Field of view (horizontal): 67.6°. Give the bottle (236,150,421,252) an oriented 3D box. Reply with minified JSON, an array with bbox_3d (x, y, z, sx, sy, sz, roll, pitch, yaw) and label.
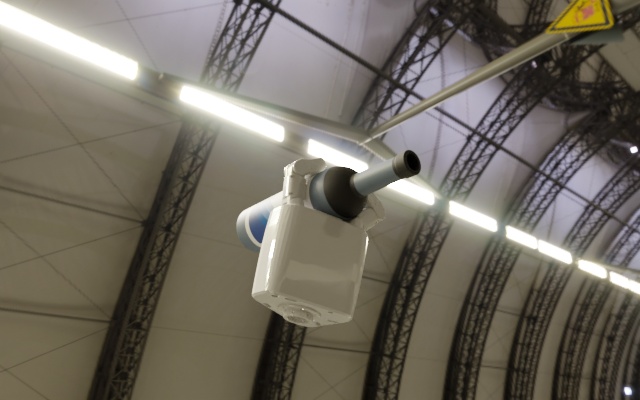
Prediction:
[{"bbox_3d":[0.000,0.002,0.593,0.069,0.069,0.296,0,-16,-42],"label":"bottle"}]
